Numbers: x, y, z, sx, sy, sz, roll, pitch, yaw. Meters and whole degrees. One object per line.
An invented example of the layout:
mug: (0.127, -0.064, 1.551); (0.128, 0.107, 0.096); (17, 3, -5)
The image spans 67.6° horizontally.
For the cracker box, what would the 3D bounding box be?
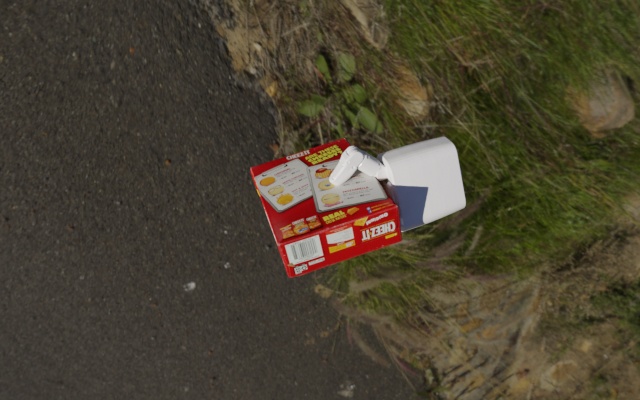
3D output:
cracker box: (0.000, 0.002, 0.701); (0.164, 0.072, 0.213); (-18, 35, -8)
